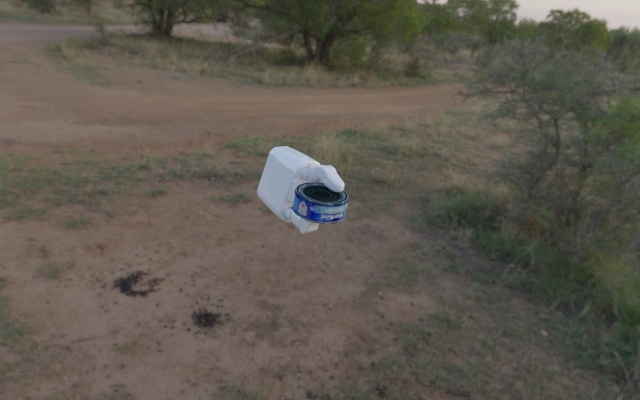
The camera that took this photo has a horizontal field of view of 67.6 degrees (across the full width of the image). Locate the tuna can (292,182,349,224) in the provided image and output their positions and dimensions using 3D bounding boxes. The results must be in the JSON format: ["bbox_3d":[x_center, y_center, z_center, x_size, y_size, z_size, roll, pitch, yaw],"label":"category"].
[{"bbox_3d":[0.000,0.002,0.744,0.086,0.034,0.086,8,23,-4],"label":"tuna can"}]
